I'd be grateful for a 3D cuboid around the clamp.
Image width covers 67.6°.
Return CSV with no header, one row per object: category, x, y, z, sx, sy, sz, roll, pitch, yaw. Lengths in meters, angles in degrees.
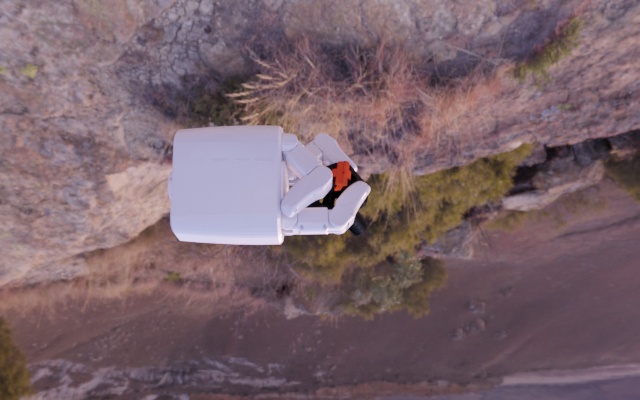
clamp,0.000,0.002,0.562,0.120,0.039,0.171,-1,-25,0
